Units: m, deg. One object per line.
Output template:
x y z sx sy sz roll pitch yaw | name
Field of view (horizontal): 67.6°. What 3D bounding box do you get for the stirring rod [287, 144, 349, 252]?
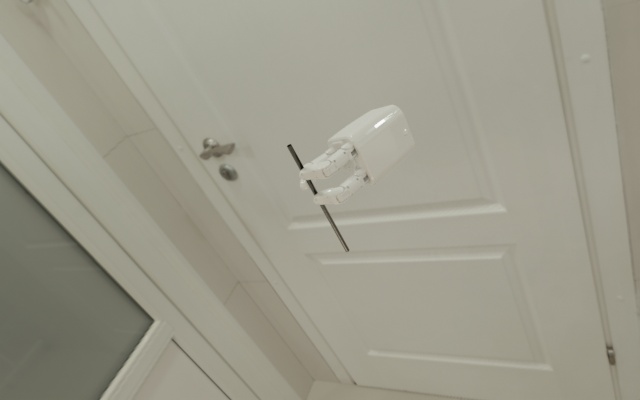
0.000 0.003 0.820 0.011 0.240 0.011 -20 32 14 | stirring rod
